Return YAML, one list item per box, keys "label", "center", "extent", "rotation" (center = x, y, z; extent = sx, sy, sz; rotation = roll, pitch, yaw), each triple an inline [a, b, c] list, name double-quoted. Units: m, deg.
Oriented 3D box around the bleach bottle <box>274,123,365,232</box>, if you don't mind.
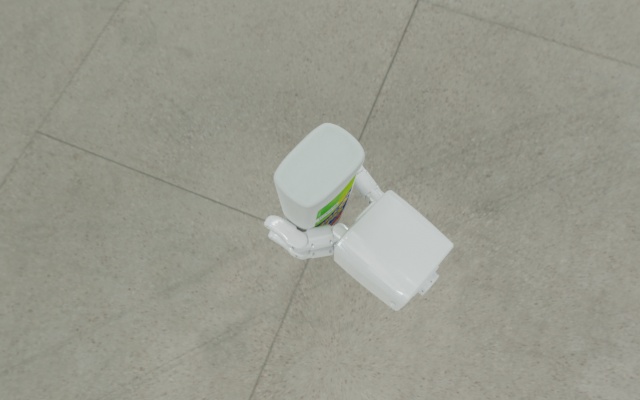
- label: "bleach bottle"
  center: [0.000, 0.002, 0.620]
  extent: [0.068, 0.102, 0.251]
  rotation: [42, -13, 14]
